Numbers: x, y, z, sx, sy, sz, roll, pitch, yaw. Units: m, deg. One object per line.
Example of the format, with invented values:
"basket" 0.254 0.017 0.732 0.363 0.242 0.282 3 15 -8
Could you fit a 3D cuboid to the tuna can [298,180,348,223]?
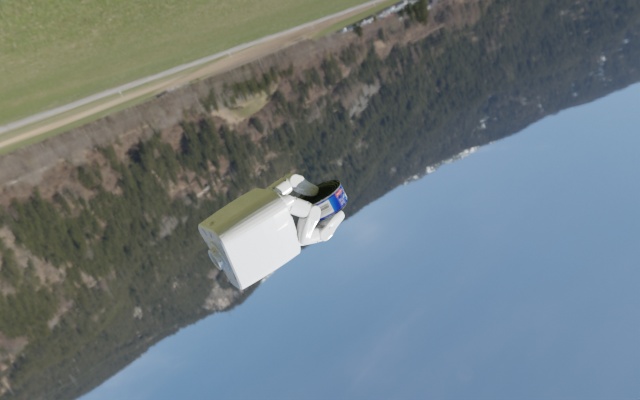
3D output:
"tuna can" 0.000 0.003 0.773 0.086 0.034 0.086 -25 18 9
